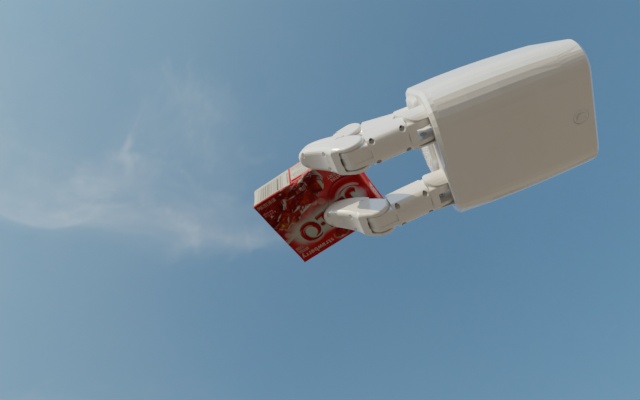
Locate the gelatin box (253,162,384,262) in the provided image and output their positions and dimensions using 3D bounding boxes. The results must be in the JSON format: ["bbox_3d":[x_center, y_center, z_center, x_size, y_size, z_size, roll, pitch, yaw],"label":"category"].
[{"bbox_3d":[0.000,0.001,0.404,0.089,0.073,0.030,-32,29,15],"label":"gelatin box"}]
